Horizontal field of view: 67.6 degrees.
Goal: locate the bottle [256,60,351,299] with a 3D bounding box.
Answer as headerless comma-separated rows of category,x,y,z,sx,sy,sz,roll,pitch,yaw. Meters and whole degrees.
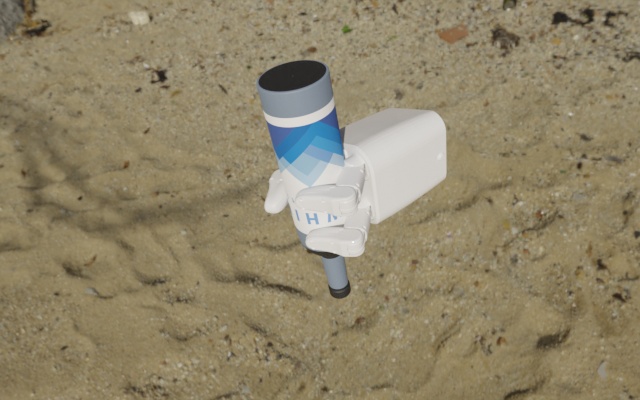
bottle,0.000,0.002,0.515,0.069,0.296,0.069,-8,38,6
